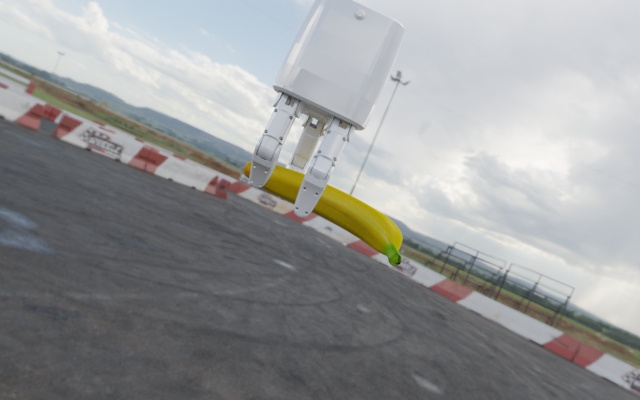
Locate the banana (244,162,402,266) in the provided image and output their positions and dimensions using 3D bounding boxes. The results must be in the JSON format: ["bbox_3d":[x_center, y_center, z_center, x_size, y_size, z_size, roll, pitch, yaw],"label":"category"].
[{"bbox_3d":[0.010,0.005,0.501,0.197,0.037,0.069,29,6,23],"label":"banana"}]
